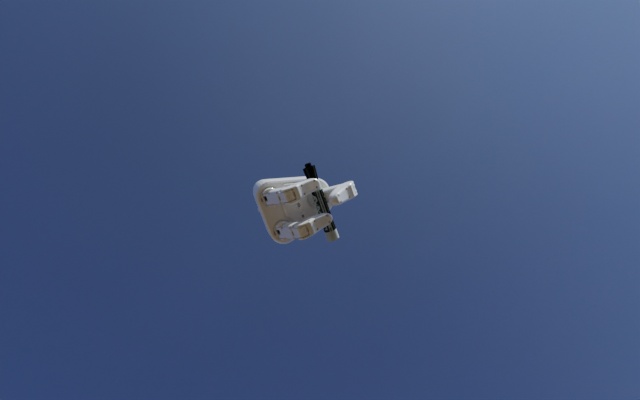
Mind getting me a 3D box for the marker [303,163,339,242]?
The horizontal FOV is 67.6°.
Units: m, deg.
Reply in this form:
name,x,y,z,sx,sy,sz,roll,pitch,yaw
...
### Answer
name,x,y,z,sx,sy,sz,roll,pitch,yaw
marker,0.000,0.002,0.707,0.020,0.121,0.020,-18,11,4
